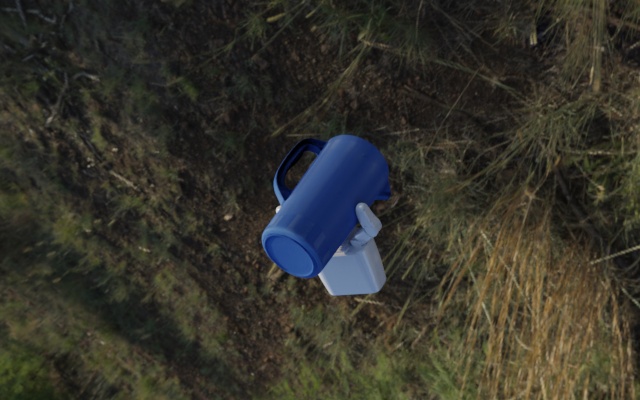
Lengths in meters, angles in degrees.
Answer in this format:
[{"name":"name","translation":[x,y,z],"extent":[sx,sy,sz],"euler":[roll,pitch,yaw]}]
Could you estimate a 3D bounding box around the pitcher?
[{"name":"pitcher","translation":[0.000,0.003,0.797],"extent":[0.149,0.145,0.242],"euler":[3,40,36]}]
